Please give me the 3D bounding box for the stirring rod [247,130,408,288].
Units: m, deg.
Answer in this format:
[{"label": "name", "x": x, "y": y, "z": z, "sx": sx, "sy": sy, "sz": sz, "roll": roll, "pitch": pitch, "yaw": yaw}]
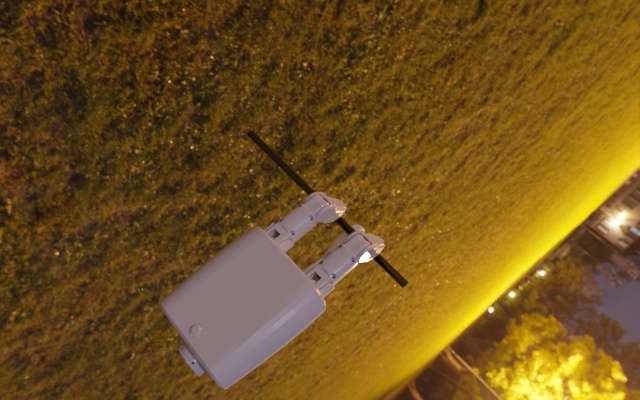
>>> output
[{"label": "stirring rod", "x": 0.000, "y": 0.002, "z": 0.494, "sx": 0.239, "sy": 0.011, "sz": 0.011, "roll": 44, "pitch": 20, "yaw": 22}]
